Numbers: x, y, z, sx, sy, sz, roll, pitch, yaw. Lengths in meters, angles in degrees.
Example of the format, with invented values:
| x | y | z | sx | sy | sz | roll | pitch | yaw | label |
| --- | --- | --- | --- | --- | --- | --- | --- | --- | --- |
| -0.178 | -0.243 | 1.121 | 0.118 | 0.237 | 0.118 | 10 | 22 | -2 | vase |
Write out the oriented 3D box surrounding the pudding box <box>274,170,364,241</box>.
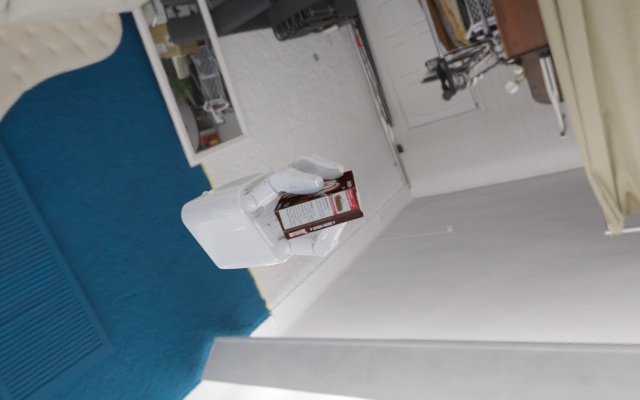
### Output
| x | y | z | sx | sy | sz | roll | pitch | yaw | label |
| --- | --- | --- | --- | --- | --- | --- | --- | --- | --- |
| 0.000 | 0.002 | 0.542 | 0.090 | 0.039 | 0.113 | -18 | 13 | 5 | pudding box |
